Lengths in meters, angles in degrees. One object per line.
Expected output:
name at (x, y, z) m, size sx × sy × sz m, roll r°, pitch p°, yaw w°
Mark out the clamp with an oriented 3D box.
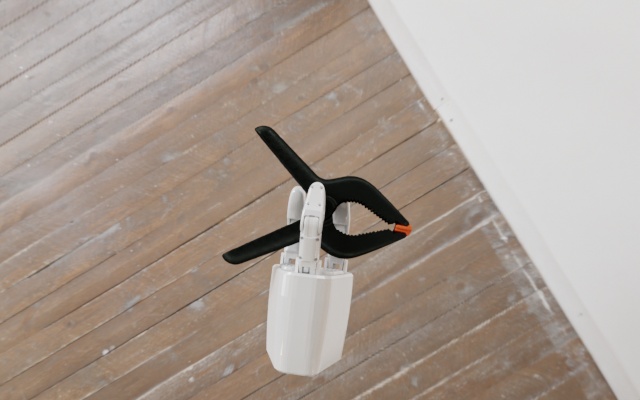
clamp at (0.001, 0.002, 0.547) m, size 0.210 × 0.164 × 0.036 m, roll 6°, pitch -5°, yaw 4°
